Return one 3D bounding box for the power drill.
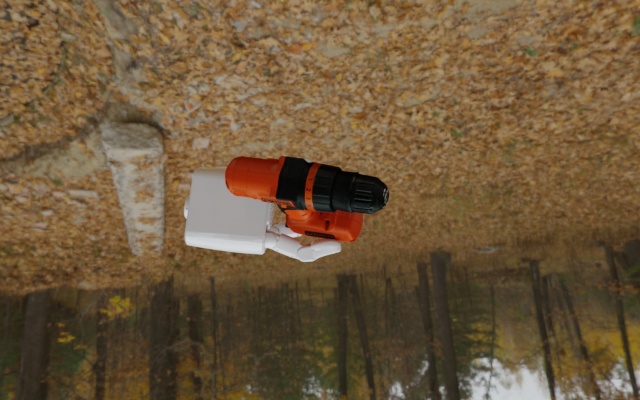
[{"bbox_3d":[0.000,0.002,0.580,0.184,0.057,0.188,11,-15,18],"label":"power drill"}]
